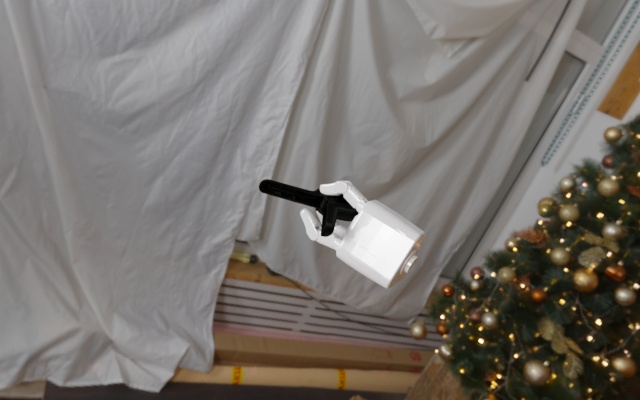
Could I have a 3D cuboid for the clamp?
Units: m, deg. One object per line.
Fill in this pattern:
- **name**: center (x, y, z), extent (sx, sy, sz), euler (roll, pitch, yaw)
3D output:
- **clamp**: center (0.001, 0.002, 0.856), extent (0.164, 0.036, 0.210), euler (33, 20, 24)
